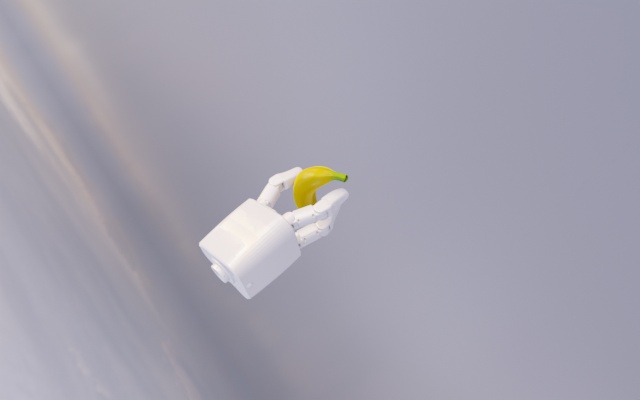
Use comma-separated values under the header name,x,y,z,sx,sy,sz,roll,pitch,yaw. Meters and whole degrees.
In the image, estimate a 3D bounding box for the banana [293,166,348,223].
name,x,y,z,sx,sy,sz,roll,pitch,yaw
banana,-0.014,-0.010,0.772,0.069,0.037,0.198,38,-23,3
